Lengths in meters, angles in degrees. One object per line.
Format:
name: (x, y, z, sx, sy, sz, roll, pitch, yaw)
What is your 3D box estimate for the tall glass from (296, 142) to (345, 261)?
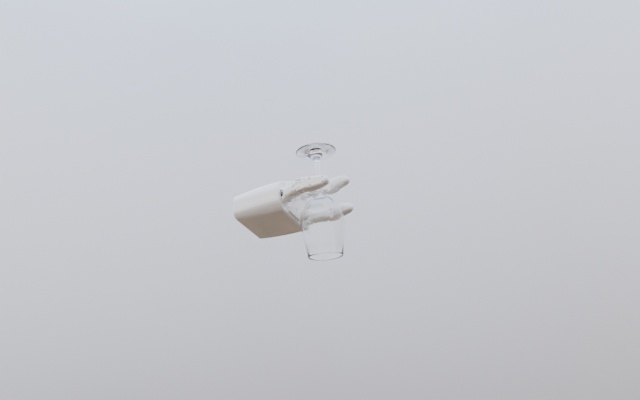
tall glass: (0.000, 0.002, 0.854, 0.079, 0.201, 0.079, -5, -19, -2)
